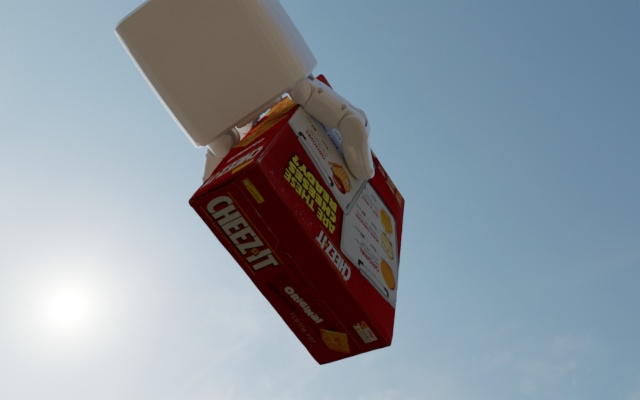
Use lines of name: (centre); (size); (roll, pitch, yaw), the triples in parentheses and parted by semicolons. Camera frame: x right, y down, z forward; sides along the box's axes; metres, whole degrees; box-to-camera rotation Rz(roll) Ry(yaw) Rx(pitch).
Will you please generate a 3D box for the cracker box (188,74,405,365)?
cracker box: (0.000, 0.001, 0.411); (0.072, 0.164, 0.213); (-27, 20, 25)
